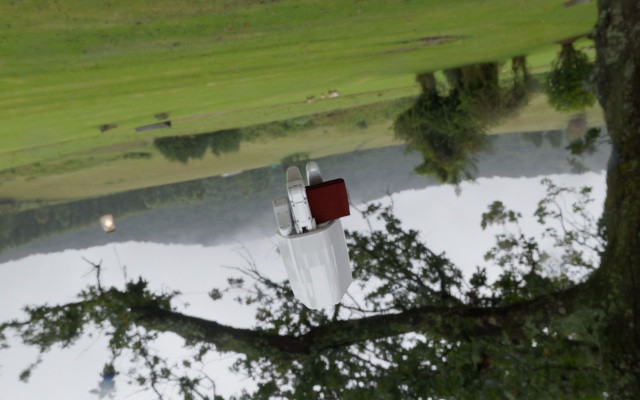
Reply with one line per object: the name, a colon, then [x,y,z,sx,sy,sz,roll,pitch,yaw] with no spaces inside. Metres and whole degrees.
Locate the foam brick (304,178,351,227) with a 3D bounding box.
foam brick: [0.000,0.002,0.678,0.078,0.051,0.053,-14,6,1]
